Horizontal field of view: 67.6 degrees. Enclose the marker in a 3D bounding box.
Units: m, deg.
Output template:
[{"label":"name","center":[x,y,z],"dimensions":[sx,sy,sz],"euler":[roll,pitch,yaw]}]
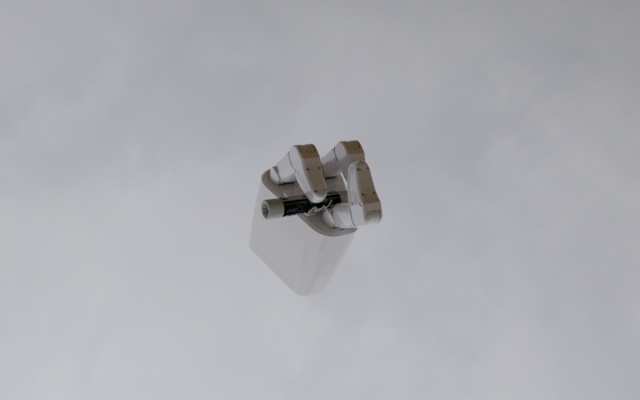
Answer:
[{"label":"marker","center":[0.000,0.001,0.470],"dimensions":[0.121,0.020,0.020],"euler":[-8,4,-31]}]
